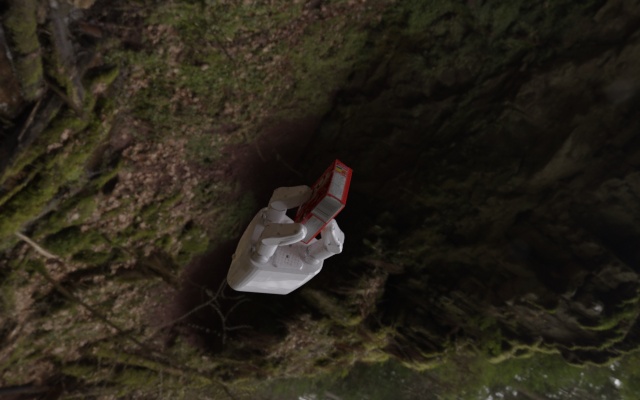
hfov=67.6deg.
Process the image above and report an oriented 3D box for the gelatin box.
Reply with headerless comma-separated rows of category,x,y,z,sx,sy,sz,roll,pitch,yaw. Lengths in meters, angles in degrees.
gelatin box,0.001,0.002,0.600,0.030,0.073,0.089,32,-51,-13
